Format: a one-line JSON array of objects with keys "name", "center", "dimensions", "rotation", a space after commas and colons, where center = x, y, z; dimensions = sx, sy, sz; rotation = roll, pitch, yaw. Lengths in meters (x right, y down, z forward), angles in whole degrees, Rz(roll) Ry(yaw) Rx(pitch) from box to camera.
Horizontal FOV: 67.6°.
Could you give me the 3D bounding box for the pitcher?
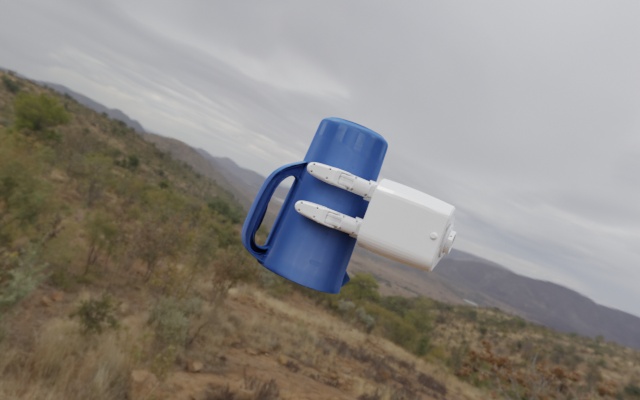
[{"name": "pitcher", "center": [0.000, 0.002, 0.706], "dimensions": [0.145, 0.243, 0.149], "rotation": [21, 0, 21]}]
